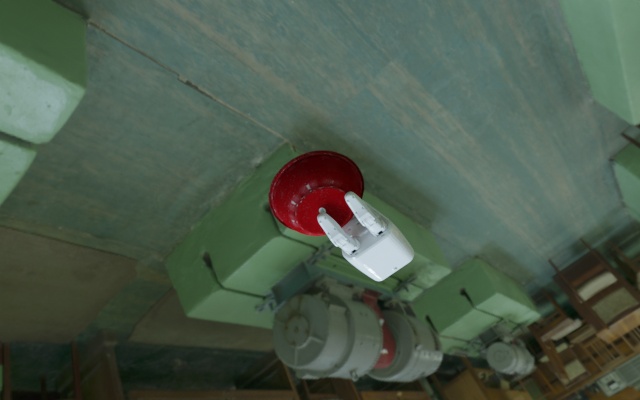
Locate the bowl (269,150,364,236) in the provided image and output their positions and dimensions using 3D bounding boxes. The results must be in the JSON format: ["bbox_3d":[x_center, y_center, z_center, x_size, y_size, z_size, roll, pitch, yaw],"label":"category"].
[{"bbox_3d":[-0.001,0.002,0.769,0.162,0.162,0.055,0,33,-15],"label":"bowl"}]
